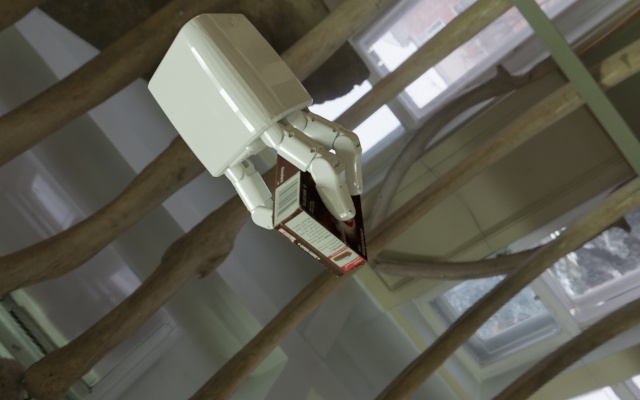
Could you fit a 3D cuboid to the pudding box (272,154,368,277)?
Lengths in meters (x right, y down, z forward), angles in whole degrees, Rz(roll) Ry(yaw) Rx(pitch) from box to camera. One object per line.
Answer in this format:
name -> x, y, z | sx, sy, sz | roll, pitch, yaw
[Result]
pudding box -> 0.000, 0.002, 0.444 | 0.039, 0.113, 0.090 | -33, -56, 28
